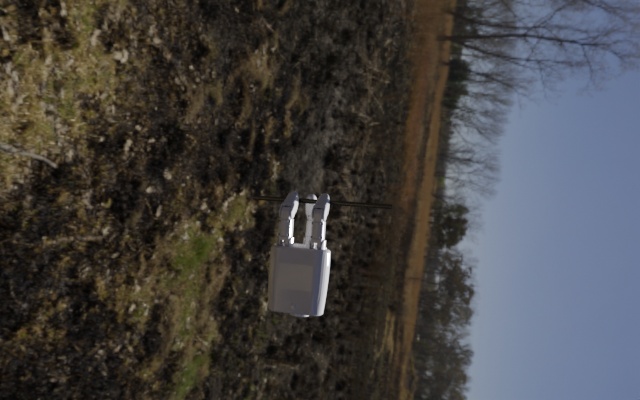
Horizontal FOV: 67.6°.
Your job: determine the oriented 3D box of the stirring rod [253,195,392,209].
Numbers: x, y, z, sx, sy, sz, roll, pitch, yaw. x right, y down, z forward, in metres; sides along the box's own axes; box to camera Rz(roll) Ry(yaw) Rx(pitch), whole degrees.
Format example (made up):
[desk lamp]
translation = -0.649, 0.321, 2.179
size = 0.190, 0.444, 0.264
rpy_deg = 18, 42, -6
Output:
[stirring rod]
translation = 0.000, 0.003, 0.812
size = 0.239, 0.011, 0.011
rpy_deg = 4, 1, 13
